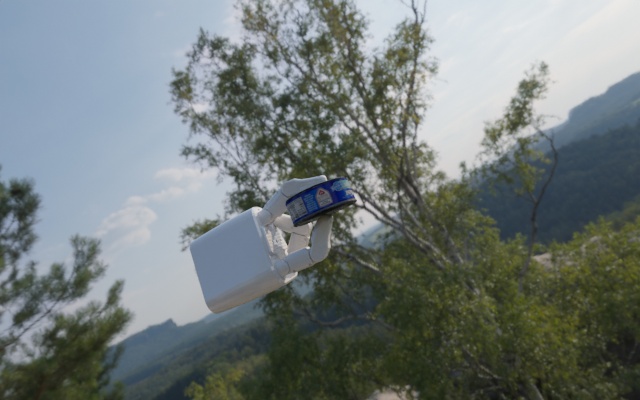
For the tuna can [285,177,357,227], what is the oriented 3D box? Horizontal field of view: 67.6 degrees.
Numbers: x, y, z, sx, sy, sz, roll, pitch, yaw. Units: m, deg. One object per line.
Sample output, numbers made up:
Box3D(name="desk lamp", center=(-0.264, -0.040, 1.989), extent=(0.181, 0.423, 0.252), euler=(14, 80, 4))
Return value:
Box3D(name="tuna can", center=(0.000, 0.001, 0.599), extent=(0.086, 0.033, 0.086), euler=(-22, -7, -3))
